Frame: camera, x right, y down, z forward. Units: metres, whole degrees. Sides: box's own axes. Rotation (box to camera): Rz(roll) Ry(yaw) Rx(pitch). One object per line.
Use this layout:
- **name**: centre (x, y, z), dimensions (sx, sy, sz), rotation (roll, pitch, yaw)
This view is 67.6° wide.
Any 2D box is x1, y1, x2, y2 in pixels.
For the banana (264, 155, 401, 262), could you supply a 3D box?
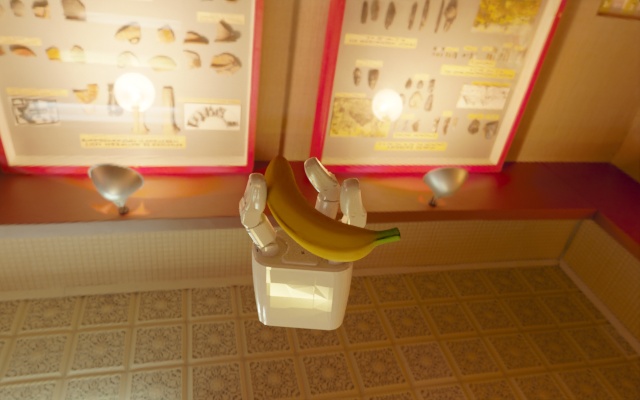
- **banana**: centre (-0.012, 0.010, 0.486), dimensions (0.069, 0.037, 0.197), rotation (-26, 42, -30)
